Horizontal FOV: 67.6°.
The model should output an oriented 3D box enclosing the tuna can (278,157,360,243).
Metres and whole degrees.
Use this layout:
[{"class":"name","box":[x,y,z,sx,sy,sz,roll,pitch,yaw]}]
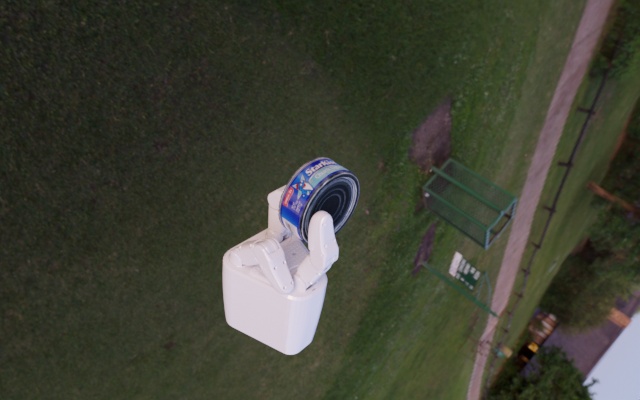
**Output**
[{"class":"tuna can","box":[0.000,0.002,0.485,0.033,0.086,0.086,34,20,33]}]
